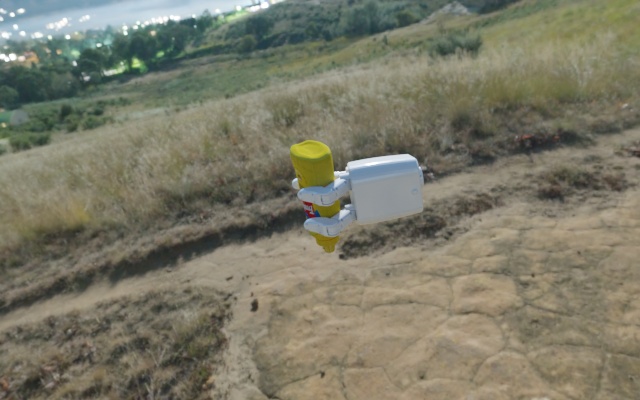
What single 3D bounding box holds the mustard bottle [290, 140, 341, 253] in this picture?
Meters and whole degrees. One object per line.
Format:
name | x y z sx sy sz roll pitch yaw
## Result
mustard bottle | 0.000 0.002 0.787 0.058 0.192 0.096 -21 28 -18
